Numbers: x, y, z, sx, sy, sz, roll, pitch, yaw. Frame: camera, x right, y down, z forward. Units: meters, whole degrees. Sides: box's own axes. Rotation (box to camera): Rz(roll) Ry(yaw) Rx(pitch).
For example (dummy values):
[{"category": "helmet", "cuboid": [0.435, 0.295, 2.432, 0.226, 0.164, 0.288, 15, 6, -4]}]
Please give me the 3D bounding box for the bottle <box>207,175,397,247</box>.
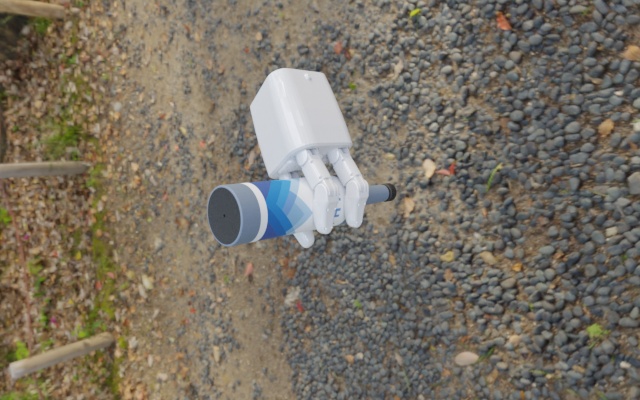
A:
[{"category": "bottle", "cuboid": [0.000, 0.002, 0.613, 0.069, 0.069, 0.295, 0, 6, 45]}]
